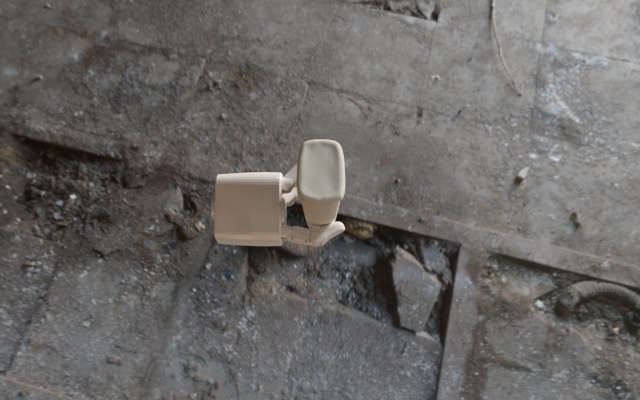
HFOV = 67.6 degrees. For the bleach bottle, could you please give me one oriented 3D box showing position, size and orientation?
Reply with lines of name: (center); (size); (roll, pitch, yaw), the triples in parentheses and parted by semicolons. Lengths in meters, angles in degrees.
bleach bottle: (0.000, 0.002, 0.775); (0.068, 0.102, 0.251); (1, -22, 0)
